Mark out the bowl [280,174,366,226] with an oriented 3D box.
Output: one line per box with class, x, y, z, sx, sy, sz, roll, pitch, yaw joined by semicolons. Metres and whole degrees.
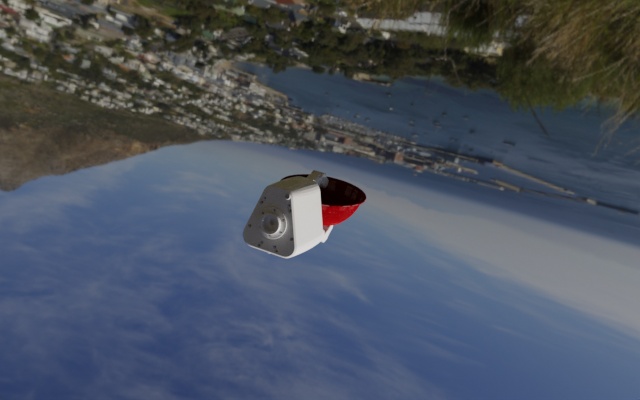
bowl;0.001;0.003;0.879;0.162;0.055;0.162;8;20;-3
